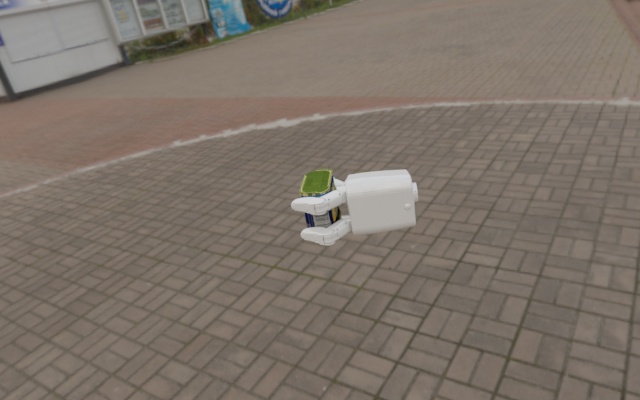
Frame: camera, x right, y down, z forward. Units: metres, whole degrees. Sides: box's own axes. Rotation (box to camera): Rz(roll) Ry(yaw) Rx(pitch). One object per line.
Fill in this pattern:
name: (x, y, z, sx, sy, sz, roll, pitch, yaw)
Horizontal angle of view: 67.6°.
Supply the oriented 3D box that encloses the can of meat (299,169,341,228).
can of meat: (0.000, 0.002, 0.827, 0.057, 0.084, 0.102, -6, 26, 9)
